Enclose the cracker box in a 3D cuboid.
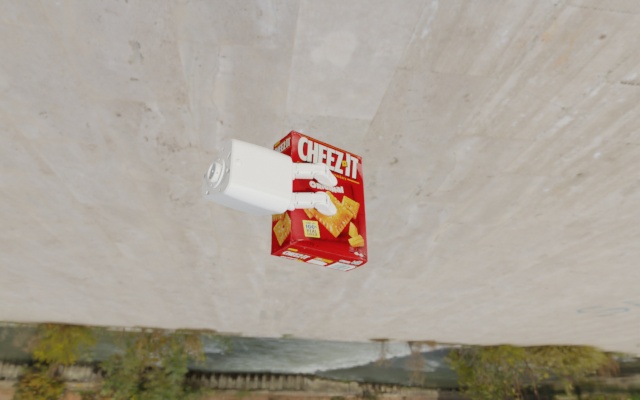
[{"bbox_3d":[0.000,0.003,0.837,0.164,0.213,0.072,17,-31,-33],"label":"cracker box"}]
